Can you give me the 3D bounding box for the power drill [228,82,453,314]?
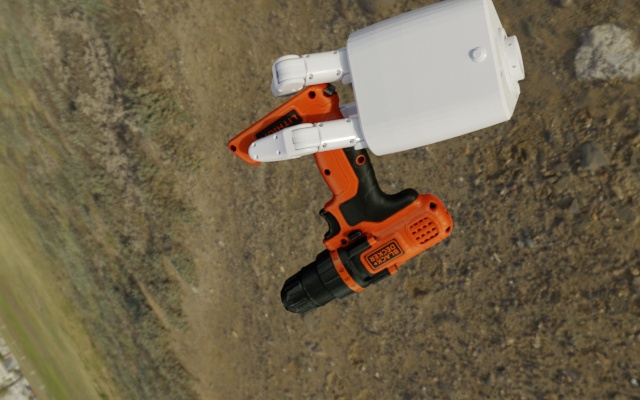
[{"bbox_3d":[0.000,0.001,0.443,0.184,0.188,0.057,-33,13,14],"label":"power drill"}]
